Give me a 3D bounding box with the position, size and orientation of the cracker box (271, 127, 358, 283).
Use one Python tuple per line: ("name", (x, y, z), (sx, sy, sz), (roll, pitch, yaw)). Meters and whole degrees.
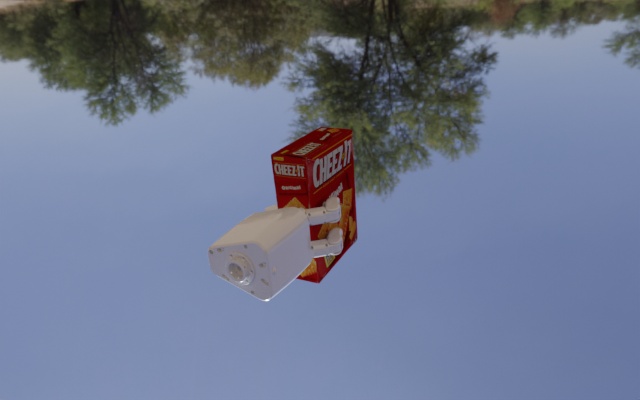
("cracker box", (0.000, 0.003, 0.794), (0.072, 0.214, 0.164), (8, 26, 26))
